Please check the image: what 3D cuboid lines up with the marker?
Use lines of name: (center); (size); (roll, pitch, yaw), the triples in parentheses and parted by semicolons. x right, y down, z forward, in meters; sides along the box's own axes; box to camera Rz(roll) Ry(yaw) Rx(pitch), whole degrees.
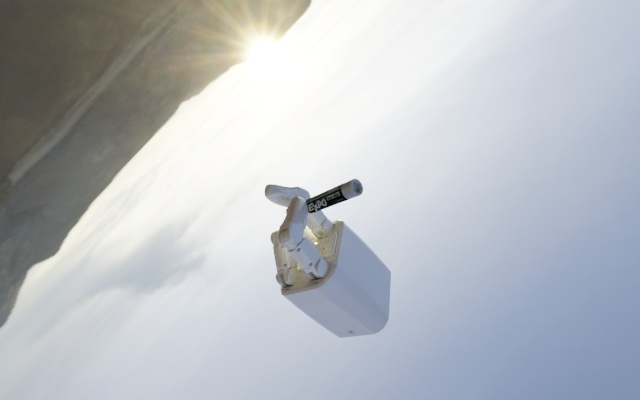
marker: (0.000, 0.002, 0.546); (0.020, 0.020, 0.121); (0, -16, -42)
